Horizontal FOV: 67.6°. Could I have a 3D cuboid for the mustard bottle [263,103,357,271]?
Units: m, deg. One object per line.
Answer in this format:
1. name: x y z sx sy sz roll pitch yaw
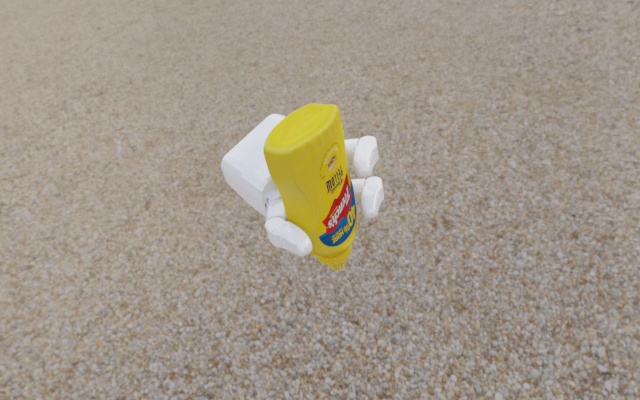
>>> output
1. mustard bottle: 0.000 0.002 0.510 0.058 0.192 0.096 10 42 29
